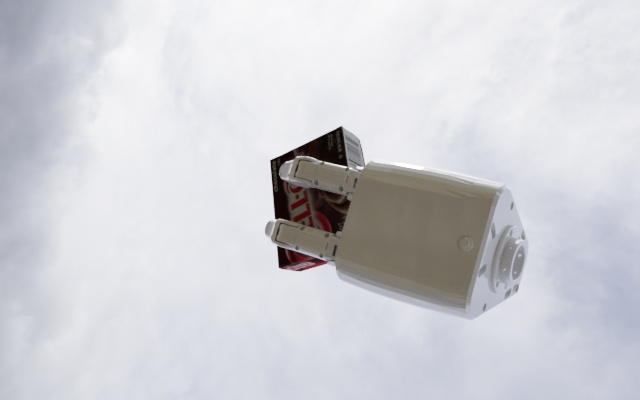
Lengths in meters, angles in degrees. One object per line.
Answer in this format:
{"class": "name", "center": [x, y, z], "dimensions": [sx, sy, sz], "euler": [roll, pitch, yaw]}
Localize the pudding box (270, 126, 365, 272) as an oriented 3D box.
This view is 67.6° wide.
{"class": "pudding box", "center": [0.000, 0.001, 0.439], "dimensions": [0.090, 0.113, 0.039], "euler": [-21, -27, 32]}
